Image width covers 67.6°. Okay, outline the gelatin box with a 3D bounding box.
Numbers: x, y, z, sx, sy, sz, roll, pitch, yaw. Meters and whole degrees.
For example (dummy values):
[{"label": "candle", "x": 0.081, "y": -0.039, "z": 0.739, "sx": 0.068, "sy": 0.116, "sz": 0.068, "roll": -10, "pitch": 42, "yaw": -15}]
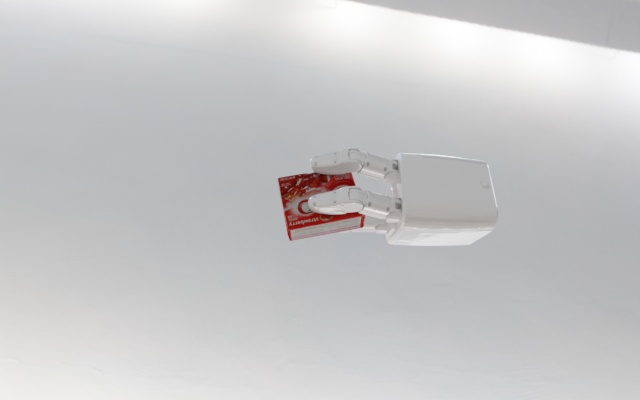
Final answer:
[{"label": "gelatin box", "x": 0.000, "y": 0.002, "z": 0.551, "sx": 0.089, "sy": 0.073, "sz": 0.030, "roll": -10, "pitch": -33, "yaw": -5}]
